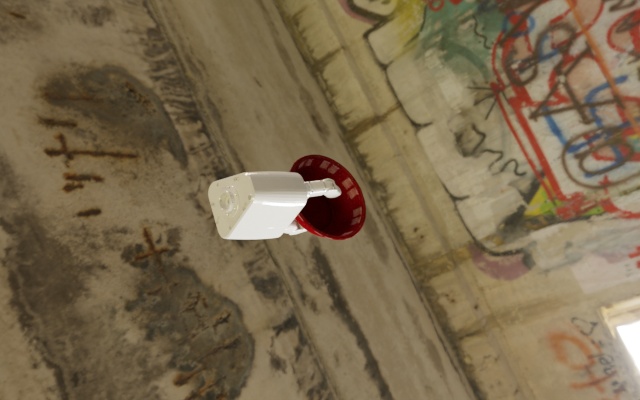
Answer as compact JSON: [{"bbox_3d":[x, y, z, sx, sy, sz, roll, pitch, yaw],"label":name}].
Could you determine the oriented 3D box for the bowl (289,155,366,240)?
[{"bbox_3d":[0.001,0.003,0.832,0.162,0.162,0.055,0,-25,-37],"label":"bowl"}]
